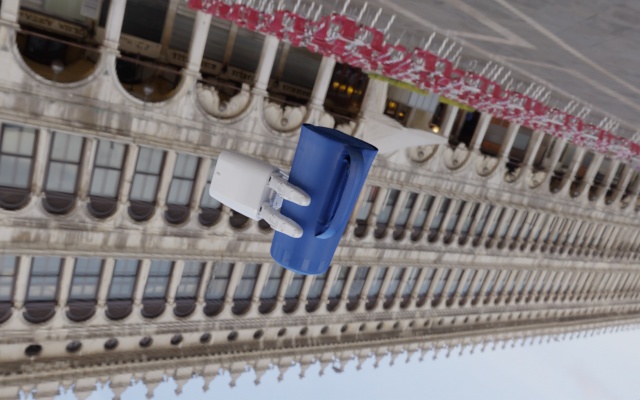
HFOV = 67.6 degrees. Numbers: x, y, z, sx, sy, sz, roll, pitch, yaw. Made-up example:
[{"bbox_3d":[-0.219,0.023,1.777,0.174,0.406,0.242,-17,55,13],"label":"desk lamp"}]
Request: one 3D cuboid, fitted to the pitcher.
[{"bbox_3d":[0.000,0.003,0.803,0.145,0.243,0.149,24,15,21],"label":"pitcher"}]
